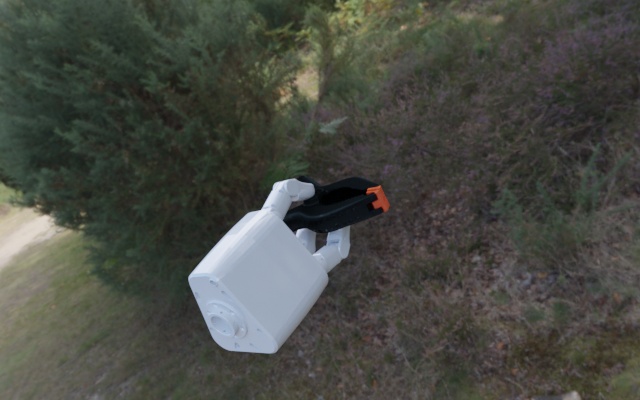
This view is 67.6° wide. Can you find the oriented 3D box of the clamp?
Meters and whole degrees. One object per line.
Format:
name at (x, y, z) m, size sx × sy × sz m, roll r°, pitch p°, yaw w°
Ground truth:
clamp at (0.000, 0.001, 0.607) m, size 0.210 × 0.036 × 0.164 m, roll -12°, pitch 27°, yaw 38°
